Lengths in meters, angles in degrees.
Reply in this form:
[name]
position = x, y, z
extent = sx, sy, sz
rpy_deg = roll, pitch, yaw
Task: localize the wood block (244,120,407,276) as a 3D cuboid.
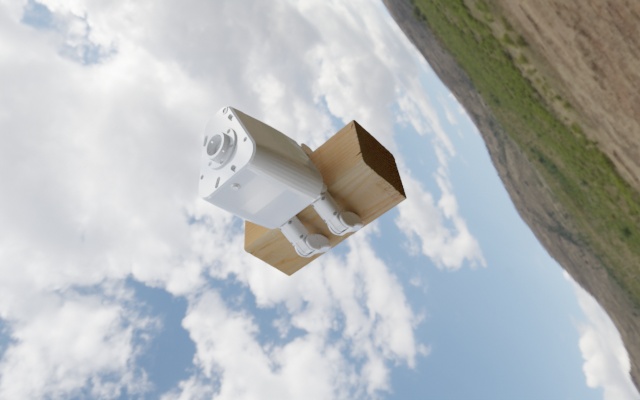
[wood block]
position = 0.000, 0.002, 0.639
extent = 0.206, 0.090, 0.090
rpy_deg = -36, -52, 26
